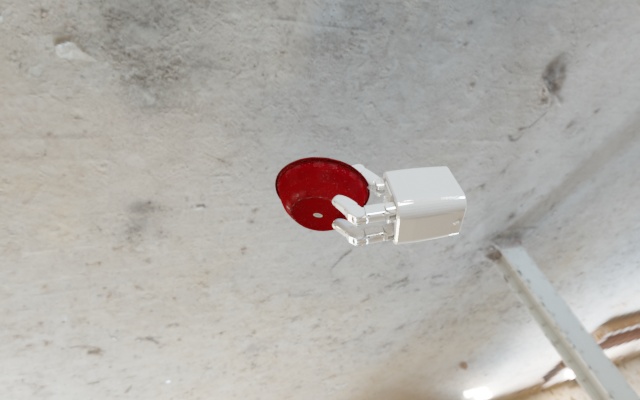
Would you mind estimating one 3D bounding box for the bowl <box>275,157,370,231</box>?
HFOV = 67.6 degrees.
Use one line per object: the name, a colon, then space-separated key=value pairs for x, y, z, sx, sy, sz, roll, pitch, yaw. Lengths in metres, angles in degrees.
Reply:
bowl: x=-0.001 y=0.003 z=0.789 sx=0.162 sy=0.055 sz=0.162 roll=5 pitch=-38 yaw=4
